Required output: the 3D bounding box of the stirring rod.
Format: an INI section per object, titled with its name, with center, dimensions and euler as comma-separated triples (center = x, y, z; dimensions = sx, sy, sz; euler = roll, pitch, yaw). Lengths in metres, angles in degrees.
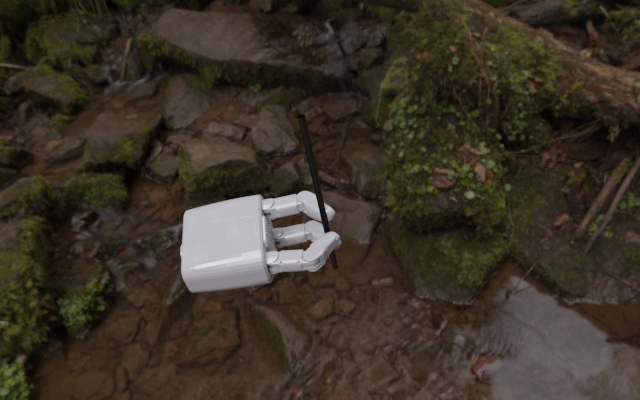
[stirring rod]
center = 0.000, 0.002, 0.578
dimensions = 0.011, 0.240, 0.011
euler = -7, 40, 6
